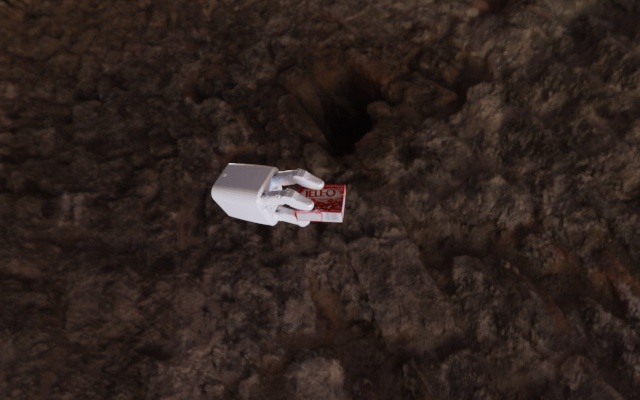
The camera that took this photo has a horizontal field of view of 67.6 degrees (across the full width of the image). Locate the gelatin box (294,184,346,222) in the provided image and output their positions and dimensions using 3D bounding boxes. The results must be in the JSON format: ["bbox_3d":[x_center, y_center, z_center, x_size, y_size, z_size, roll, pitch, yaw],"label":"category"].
[{"bbox_3d":[0.001,0.003,0.892,0.089,0.073,0.030,2,-43,8],"label":"gelatin box"}]
